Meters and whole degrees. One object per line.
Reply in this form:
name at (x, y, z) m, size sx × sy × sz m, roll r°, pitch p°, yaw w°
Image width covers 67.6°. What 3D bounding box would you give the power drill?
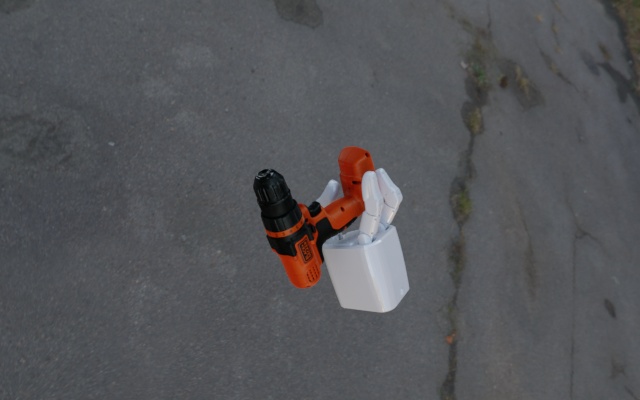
power drill at (0.001, 0.002, 0.659) m, size 0.057 × 0.184 × 0.187 m, roll 19°, pitch 47°, yaw 43°
